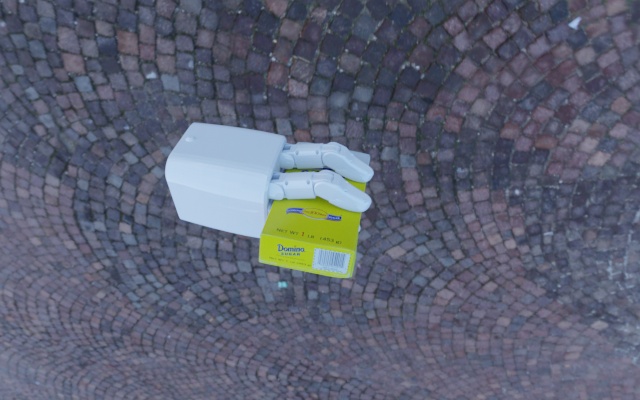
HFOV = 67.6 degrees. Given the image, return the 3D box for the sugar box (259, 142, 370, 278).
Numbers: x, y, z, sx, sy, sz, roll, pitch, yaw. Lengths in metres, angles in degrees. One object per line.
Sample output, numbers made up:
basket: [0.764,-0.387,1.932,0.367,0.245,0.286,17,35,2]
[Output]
sugar box: [0.000,0.001,0.519,0.093,0.048,0.176,11,40,2]
